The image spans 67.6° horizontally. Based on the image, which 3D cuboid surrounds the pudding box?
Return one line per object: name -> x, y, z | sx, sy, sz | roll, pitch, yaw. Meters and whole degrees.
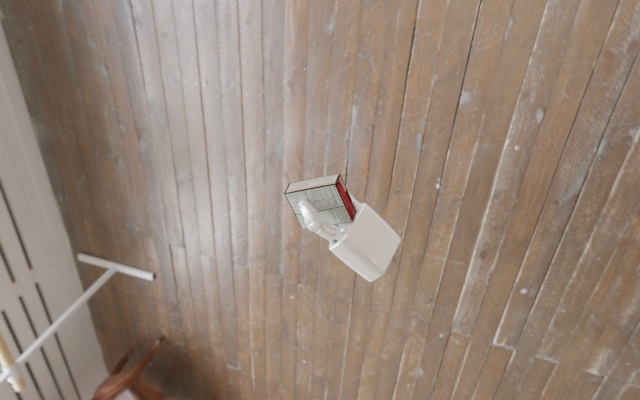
pudding box -> 0.000, 0.003, 0.894 | 0.113, 0.090, 0.039 | -10, 31, 25
